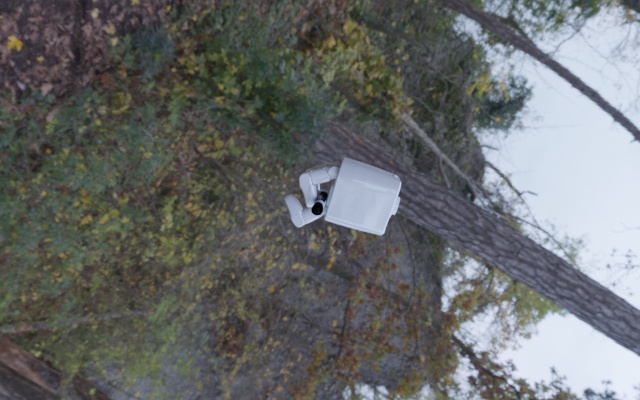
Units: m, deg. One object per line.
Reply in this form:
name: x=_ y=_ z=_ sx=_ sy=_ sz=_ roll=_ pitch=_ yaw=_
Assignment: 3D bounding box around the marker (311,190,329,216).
marker: x=0.000 y=0.003 z=0.803 sx=0.020 sy=0.020 sz=0.121 roll=0 pitch=13 yaw=6
